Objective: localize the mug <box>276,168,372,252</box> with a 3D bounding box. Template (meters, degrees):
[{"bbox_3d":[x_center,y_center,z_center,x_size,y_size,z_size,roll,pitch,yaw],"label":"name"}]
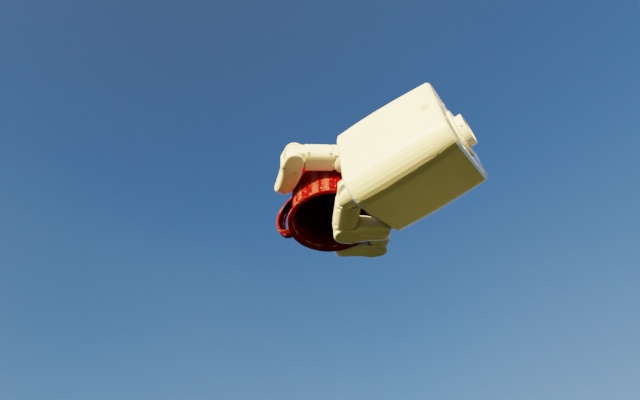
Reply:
[{"bbox_3d":[-0.001,0.002,0.534,0.117,0.081,0.093,-30,-52,22],"label":"mug"}]
